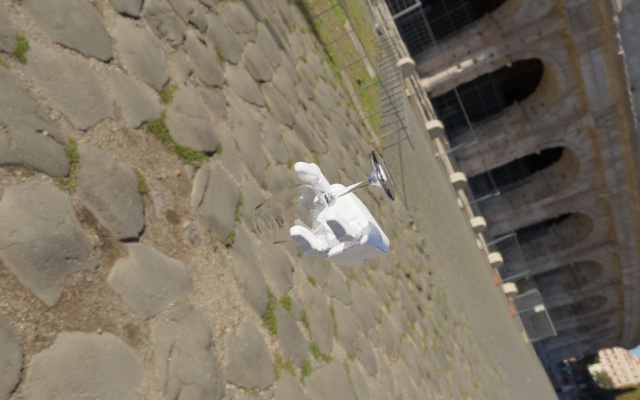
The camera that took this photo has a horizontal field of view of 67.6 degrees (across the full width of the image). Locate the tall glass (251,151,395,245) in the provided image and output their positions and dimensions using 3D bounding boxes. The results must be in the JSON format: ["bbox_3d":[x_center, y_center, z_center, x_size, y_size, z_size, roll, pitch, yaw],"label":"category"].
[{"bbox_3d":[0.001,0.002,0.686,0.201,0.079,0.079,-23,-8,19],"label":"tall glass"}]
